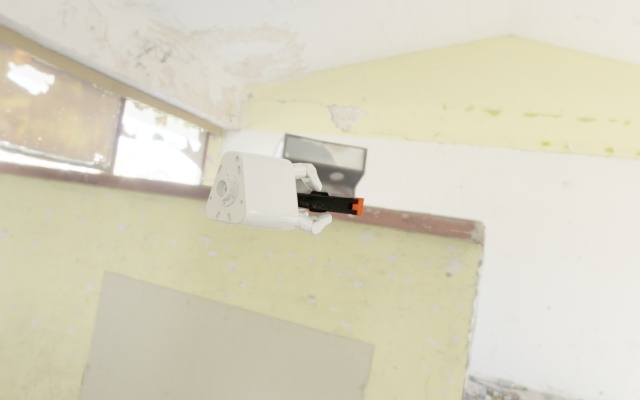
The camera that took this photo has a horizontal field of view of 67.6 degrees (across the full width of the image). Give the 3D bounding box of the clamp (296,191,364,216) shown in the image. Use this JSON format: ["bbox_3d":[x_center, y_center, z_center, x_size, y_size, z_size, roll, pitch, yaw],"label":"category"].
[{"bbox_3d":[0.000,0.002,0.830,0.210,0.036,0.164,6,1,41],"label":"clamp"}]
